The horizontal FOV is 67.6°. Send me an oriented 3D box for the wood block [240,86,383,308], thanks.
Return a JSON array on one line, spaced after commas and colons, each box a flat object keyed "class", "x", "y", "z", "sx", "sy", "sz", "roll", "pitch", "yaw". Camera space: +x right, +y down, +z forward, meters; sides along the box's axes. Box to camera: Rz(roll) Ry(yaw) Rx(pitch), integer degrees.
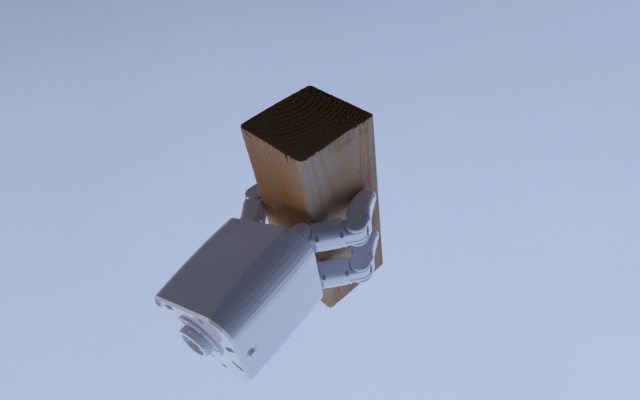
[{"class": "wood block", "x": 0.000, "y": 0.002, "z": 0.496, "sx": 0.090, "sy": 0.206, "sz": 0.090, "roll": -36, "pitch": 49, "yaw": -25}]
